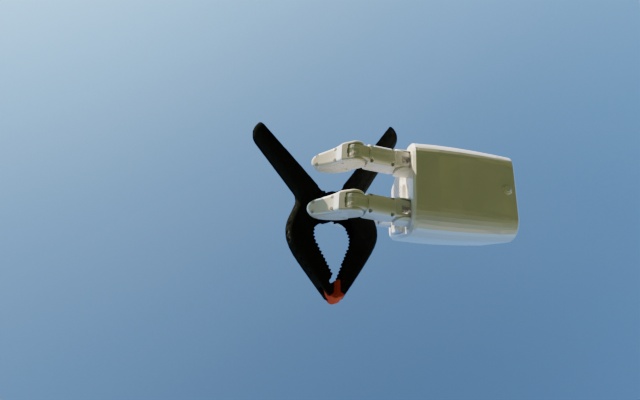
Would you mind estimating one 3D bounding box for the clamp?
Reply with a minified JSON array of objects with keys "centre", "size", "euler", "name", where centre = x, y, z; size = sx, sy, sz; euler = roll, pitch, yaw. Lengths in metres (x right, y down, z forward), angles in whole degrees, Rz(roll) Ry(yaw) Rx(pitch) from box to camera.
[{"centre":[0.000,0.003,0.507],"size":[0.164,0.210,0.036],"euler":[6,-26,-4],"name":"clamp"}]
